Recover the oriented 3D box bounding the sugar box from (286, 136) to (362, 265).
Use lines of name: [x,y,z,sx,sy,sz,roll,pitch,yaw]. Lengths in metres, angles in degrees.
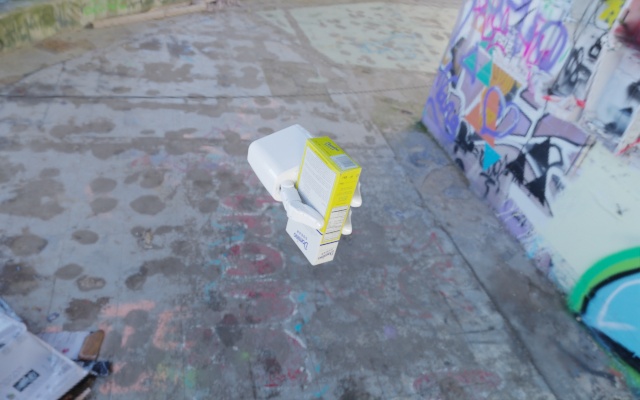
sugar box: [0.001,0.002,0.728,0.048,0.176,0.093,-13,44,-31]
